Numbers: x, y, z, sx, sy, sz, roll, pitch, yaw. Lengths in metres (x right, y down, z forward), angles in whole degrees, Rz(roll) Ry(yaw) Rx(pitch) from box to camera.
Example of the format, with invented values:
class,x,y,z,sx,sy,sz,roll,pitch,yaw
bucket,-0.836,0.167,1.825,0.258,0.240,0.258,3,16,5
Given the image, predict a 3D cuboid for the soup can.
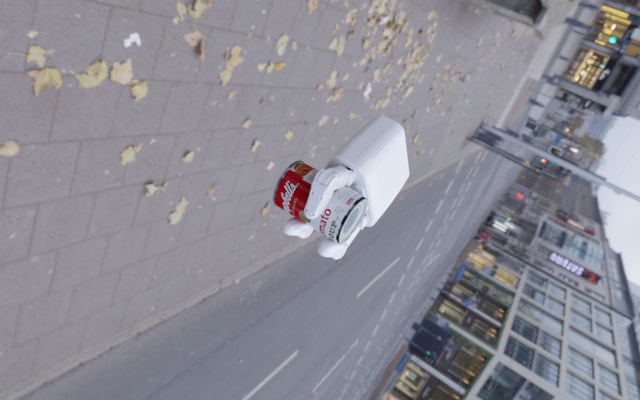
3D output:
class,x,y,z,sx,sy,sz,roll,pitch,yaw
soup can,0.000,0.002,0.605,0.102,0.068,0.068,30,11,20
